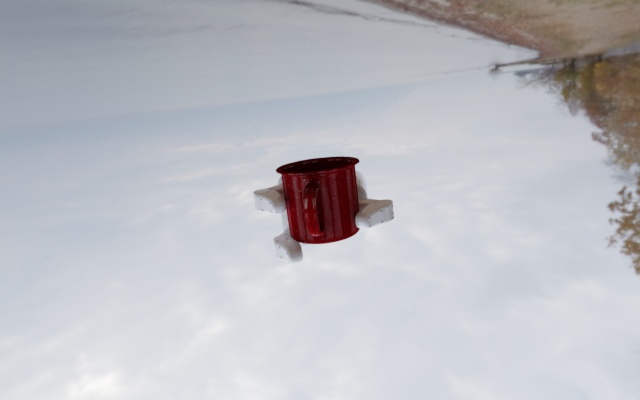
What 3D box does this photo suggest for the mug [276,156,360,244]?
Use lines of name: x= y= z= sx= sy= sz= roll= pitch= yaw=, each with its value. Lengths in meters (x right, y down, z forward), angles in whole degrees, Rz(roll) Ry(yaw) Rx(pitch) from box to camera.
mug: x=0.000 y=0.002 z=0.523 sx=0.093 sy=0.081 sz=0.117 roll=-5 pitch=14 yaw=8
